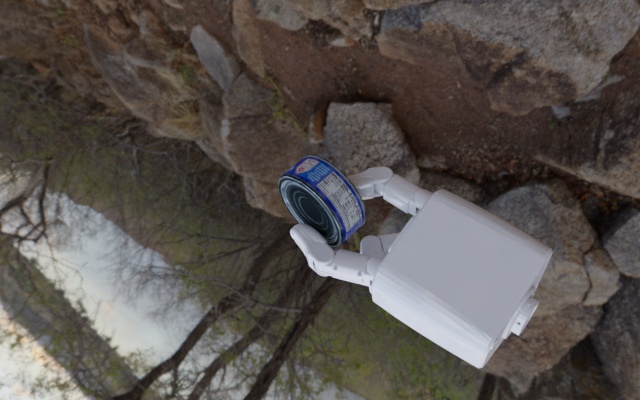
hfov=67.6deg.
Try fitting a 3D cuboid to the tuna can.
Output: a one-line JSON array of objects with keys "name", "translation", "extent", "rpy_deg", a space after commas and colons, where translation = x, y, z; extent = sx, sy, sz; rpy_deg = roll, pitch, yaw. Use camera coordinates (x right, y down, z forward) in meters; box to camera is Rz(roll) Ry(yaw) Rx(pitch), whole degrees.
[{"name": "tuna can", "translation": [0.000, 0.002, 0.448], "extent": [0.033, 0.086, 0.086], "rpy_deg": [-41, 19, -24]}]
